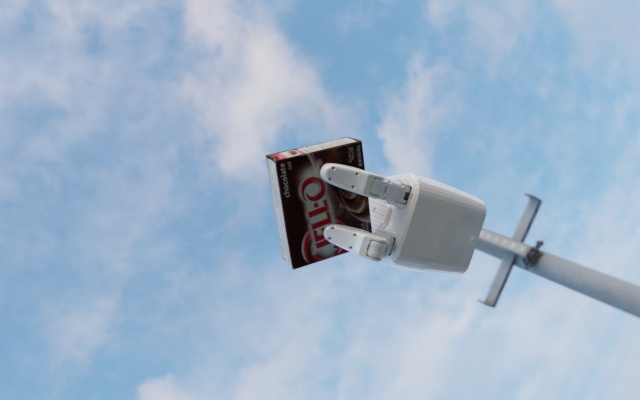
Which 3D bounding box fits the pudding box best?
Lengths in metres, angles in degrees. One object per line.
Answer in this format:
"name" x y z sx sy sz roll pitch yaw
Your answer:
"pudding box" 0.000 0.001 0.470 0.090 0.113 0.039 -16 18 -21
